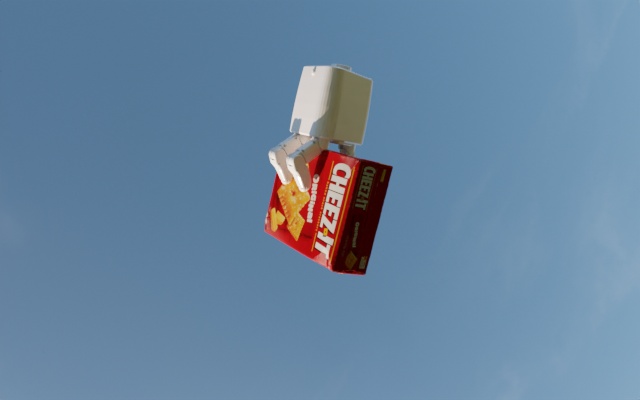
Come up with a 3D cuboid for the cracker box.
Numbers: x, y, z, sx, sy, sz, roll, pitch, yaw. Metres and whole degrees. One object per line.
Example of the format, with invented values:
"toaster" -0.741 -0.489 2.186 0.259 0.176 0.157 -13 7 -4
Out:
"cracker box" 0.000 0.002 0.747 0.072 0.164 0.213 9 8 -35
